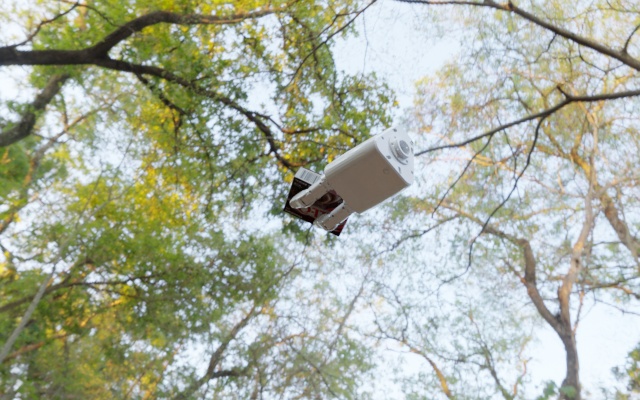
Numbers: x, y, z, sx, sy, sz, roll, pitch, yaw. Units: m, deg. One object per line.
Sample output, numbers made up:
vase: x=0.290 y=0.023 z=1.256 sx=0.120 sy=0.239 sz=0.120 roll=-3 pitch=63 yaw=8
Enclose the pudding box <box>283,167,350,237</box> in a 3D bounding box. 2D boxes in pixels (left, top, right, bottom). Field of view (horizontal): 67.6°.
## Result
pudding box: x=0.000 y=0.003 z=0.821 sx=0.113 sy=0.090 sz=0.039 roll=26 pitch=45 yaw=4
